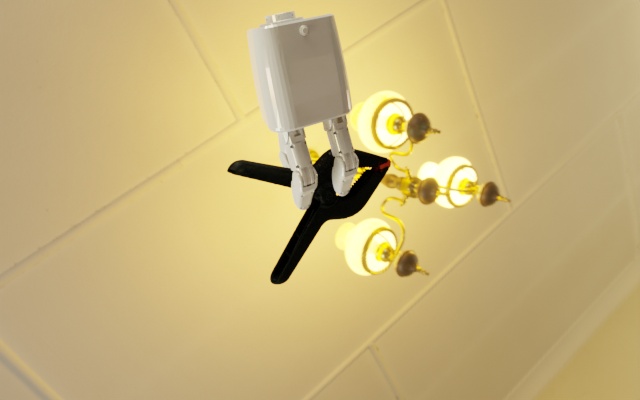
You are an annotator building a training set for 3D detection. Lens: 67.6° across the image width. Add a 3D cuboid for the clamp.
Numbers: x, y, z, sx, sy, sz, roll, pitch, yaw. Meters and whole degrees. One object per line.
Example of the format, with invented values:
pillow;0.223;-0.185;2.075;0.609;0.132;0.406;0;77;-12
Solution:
clamp;0.000;0.001;0.594;0.210;0.165;0.036;-21;25;-25
